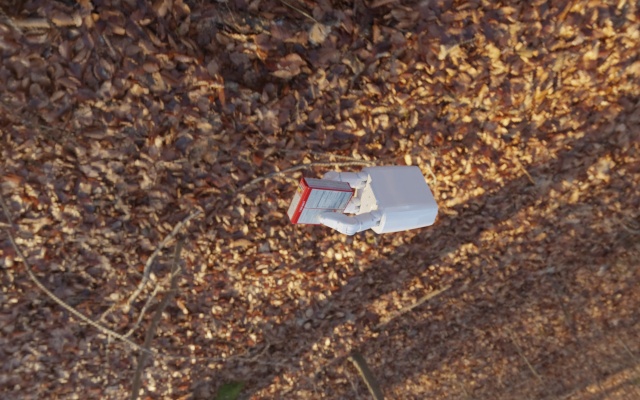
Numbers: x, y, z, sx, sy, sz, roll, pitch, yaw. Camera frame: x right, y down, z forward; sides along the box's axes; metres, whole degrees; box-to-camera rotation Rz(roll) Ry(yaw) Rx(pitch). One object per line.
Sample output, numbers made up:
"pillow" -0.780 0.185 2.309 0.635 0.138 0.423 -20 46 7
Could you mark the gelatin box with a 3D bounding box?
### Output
"gelatin box" 0.000 0.003 0.761 0.089 0.073 0.030 3 38 -32
